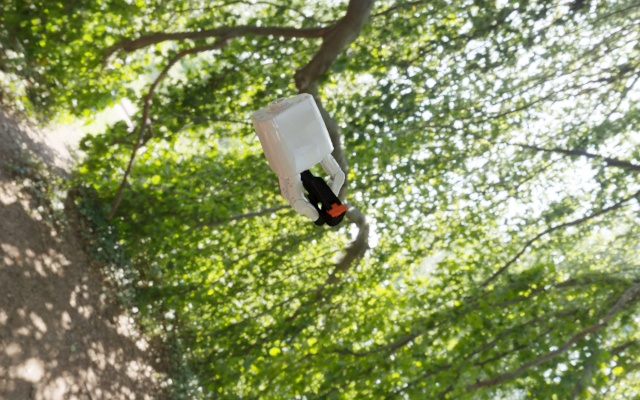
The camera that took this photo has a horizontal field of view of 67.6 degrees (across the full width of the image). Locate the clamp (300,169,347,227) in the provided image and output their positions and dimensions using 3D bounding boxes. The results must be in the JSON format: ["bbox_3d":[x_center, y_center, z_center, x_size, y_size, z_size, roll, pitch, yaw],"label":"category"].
[{"bbox_3d":[0.001,0.002,0.865,0.036,0.165,0.210,-28,26,-10],"label":"clamp"}]
